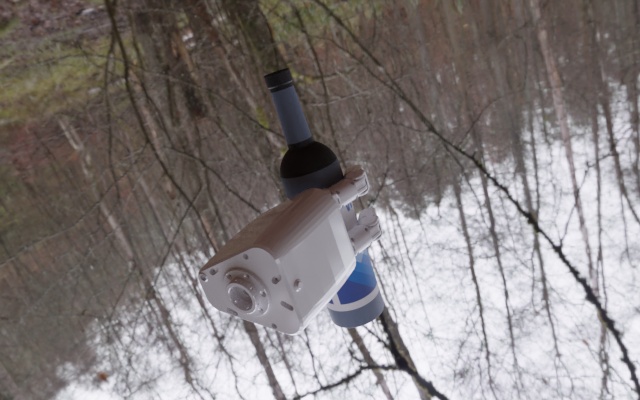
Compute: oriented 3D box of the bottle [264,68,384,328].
[{"bbox_3d":[0.000,0.002,0.531,0.069,0.296,0.069,-17,19,6],"label":"bottle"}]
